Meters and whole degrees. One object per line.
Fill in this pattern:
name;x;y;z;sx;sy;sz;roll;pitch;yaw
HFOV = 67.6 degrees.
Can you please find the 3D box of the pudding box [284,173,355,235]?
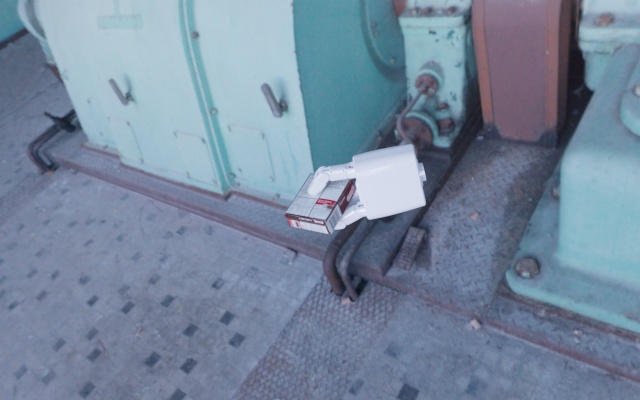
pudding box;0.000;0.003;0.870;0.090;0.039;0.113;9;49;30
